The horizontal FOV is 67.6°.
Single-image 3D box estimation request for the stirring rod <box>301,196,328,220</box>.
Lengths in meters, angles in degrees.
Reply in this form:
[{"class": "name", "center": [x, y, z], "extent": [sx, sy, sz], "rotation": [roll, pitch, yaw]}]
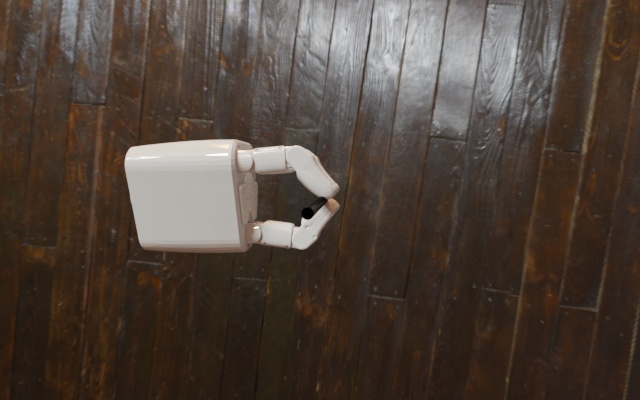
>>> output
[{"class": "stirring rod", "center": [0.000, 0.001, 0.419], "extent": [0.011, 0.011, 0.239], "rotation": [0, 3, 4]}]
